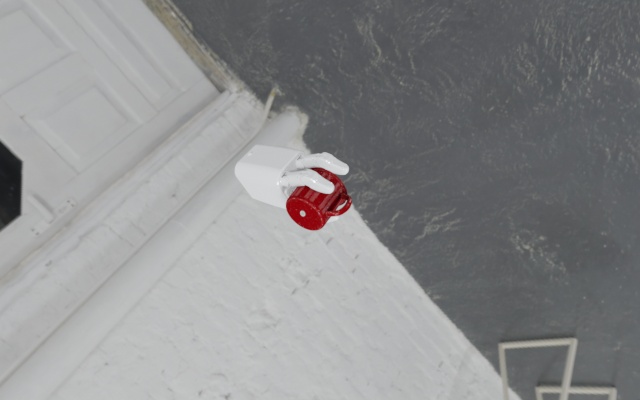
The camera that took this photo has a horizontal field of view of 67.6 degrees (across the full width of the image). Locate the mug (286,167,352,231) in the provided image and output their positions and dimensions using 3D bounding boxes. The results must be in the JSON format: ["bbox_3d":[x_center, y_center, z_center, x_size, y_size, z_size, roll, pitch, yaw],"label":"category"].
[{"bbox_3d":[0.001,0.003,0.861,0.117,0.093,0.081,13,48,29],"label":"mug"}]
